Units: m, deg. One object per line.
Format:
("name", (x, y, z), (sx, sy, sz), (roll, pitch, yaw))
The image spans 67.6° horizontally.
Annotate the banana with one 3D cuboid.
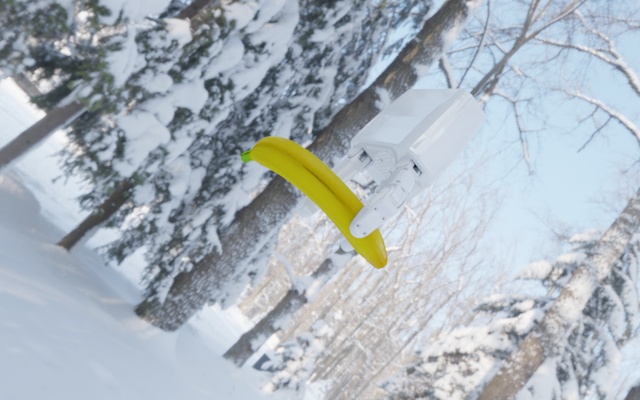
("banana", (0.000, -0.007, 0.490), (0.198, 0.037, 0.070), (40, -22, 9))
